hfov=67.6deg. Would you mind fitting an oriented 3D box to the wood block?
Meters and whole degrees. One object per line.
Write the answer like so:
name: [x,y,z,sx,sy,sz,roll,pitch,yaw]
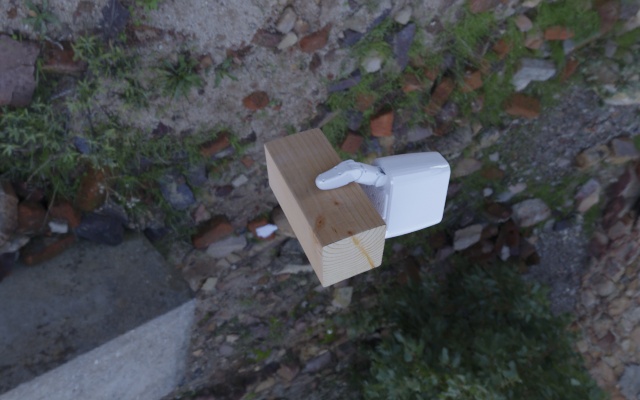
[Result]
wood block: [0.001,0.002,0.668,0.090,0.091,0.206,-18,50,-16]
